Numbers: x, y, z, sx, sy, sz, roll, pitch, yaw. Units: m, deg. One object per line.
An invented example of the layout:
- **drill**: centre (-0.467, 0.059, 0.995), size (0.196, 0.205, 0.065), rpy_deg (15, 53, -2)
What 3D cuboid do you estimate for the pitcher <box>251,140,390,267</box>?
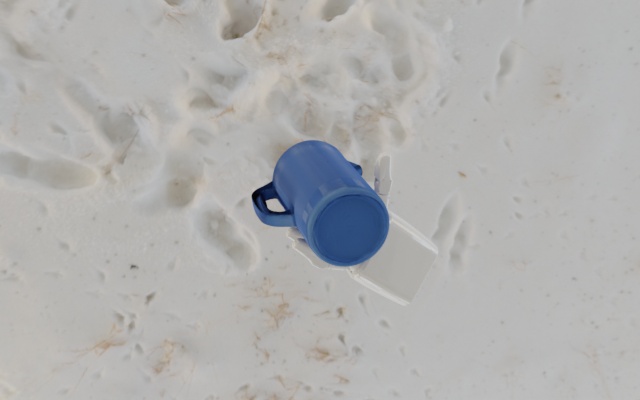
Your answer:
- **pitcher**: centre (0.000, 0.002, 0.693), size (0.145, 0.149, 0.242), rpy_deg (32, 8, -20)
